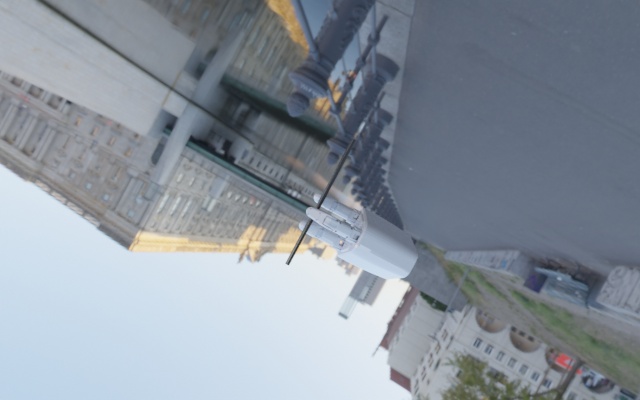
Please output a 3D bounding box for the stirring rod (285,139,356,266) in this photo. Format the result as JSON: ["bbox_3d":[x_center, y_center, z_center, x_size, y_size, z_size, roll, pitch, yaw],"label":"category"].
[{"bbox_3d":[0.000,0.003,0.810,0.011,0.239,0.011,28,0,0],"label":"stirring rod"}]
